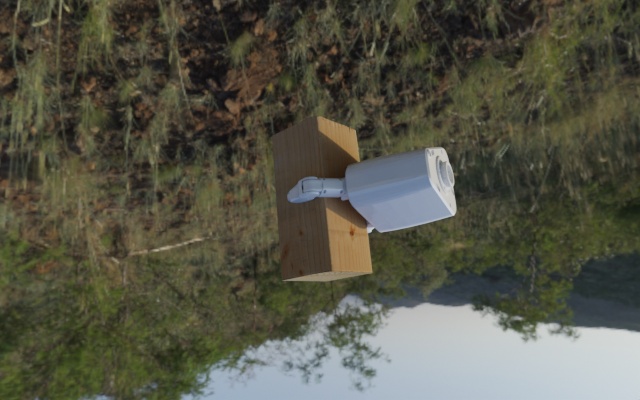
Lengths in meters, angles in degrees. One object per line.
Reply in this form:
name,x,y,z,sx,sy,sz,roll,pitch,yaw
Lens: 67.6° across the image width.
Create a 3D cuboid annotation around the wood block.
wood block,0.000,0.002,0.658,0.090,0.206,0.091,-18,-19,39
